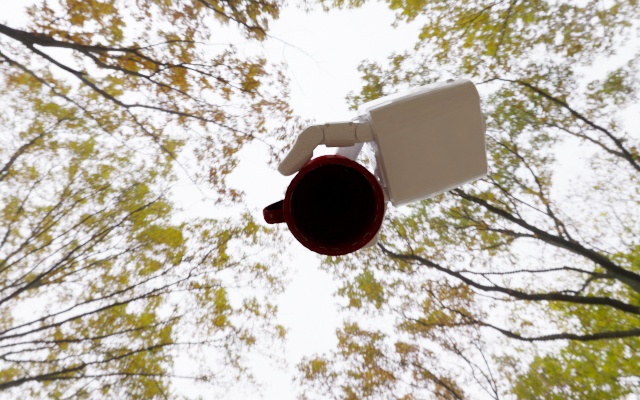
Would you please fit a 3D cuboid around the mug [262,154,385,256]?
[{"bbox_3d":[-0.001,0.002,0.474,0.117,0.093,0.081,-16,12,2],"label":"mug"}]
